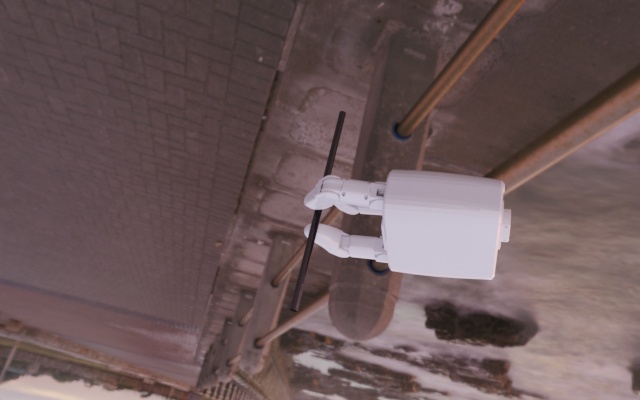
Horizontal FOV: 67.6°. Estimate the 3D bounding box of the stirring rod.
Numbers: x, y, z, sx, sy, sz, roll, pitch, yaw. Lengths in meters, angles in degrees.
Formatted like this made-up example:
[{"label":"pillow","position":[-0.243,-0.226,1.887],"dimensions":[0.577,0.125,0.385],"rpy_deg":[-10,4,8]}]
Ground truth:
[{"label":"stirring rod","position":[0.000,0.002,0.516],"dimensions":[0.011,0.239,0.011],"rpy_deg":[11,-25,5]}]
